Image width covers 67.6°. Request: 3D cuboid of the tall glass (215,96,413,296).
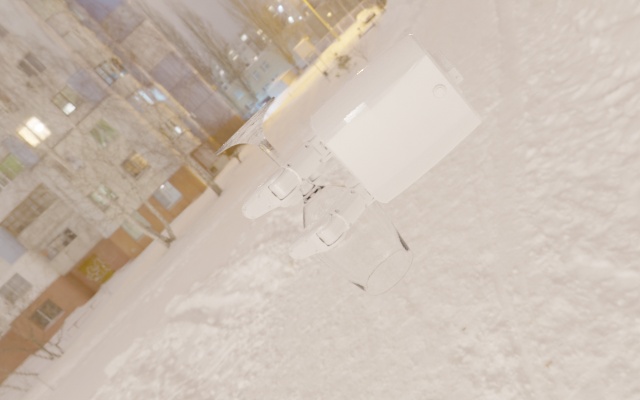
[{"bbox_3d":[-0.001,0.001,0.450,0.201,0.079,0.079,46,-13,-13],"label":"tall glass"}]
